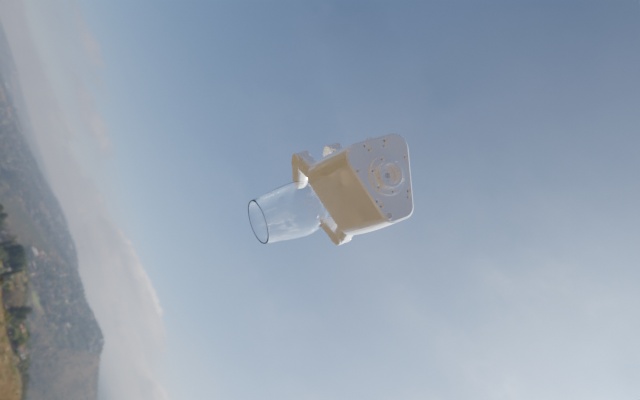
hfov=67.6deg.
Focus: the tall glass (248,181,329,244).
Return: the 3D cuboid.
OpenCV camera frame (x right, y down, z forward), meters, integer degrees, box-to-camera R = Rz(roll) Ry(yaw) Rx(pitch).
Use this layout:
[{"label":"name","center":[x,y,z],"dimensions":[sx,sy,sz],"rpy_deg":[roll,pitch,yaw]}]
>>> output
[{"label":"tall glass","center":[0.001,0.002,0.684],"dimensions":[0.201,0.079,0.079],"rpy_deg":[-18,8,-27]}]
